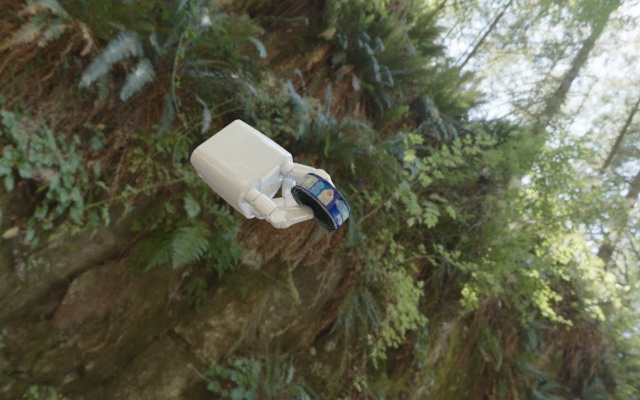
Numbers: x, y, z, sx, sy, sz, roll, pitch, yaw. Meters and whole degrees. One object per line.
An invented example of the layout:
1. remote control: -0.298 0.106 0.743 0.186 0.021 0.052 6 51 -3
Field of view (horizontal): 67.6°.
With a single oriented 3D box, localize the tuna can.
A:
1. tuna can: 0.001 0.002 0.666 0.033 0.086 0.086 -45 16 -16
